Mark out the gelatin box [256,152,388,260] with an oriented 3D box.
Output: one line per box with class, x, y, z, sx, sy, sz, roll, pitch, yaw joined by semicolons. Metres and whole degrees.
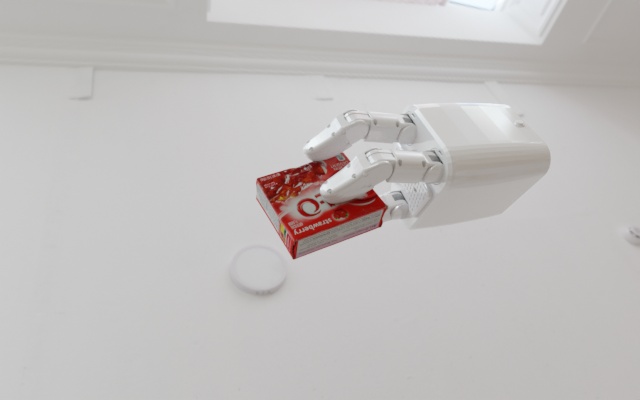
gelatin box;0.000;0.002;0.404;0.089;0.073;0.030;-19;-37;-23
